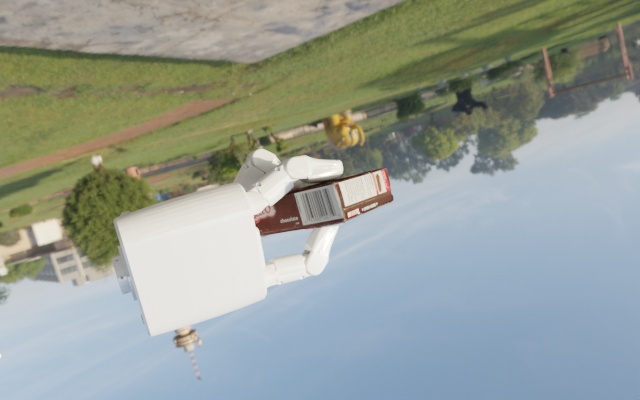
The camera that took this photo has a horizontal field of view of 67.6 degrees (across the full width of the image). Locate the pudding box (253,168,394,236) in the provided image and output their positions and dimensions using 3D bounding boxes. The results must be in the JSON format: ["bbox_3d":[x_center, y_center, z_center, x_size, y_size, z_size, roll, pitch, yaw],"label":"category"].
[{"bbox_3d":[0.000,0.002,0.465,0.113,0.039,0.090,-10,6,38],"label":"pudding box"}]
